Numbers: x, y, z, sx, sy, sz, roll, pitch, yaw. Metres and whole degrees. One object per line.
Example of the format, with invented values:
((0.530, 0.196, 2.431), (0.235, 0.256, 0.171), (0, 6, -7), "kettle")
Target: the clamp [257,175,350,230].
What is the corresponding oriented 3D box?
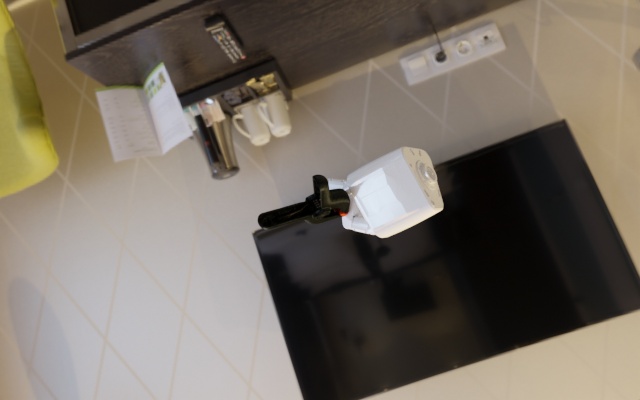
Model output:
((0.000, 0.003, 0.706), (0.120, 0.039, 0.171), (-31, -15, 33), "clamp")
